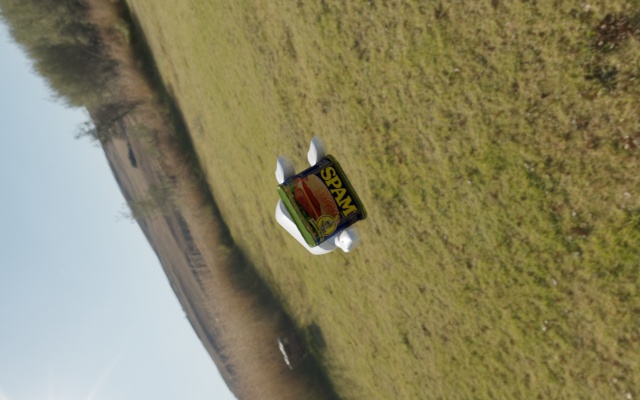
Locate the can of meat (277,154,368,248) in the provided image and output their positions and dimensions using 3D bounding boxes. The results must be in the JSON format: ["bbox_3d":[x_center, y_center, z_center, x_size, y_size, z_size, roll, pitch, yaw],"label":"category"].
[{"bbox_3d":[0.000,0.002,0.645,0.084,0.102,0.057,-30,-1,-15],"label":"can of meat"}]
